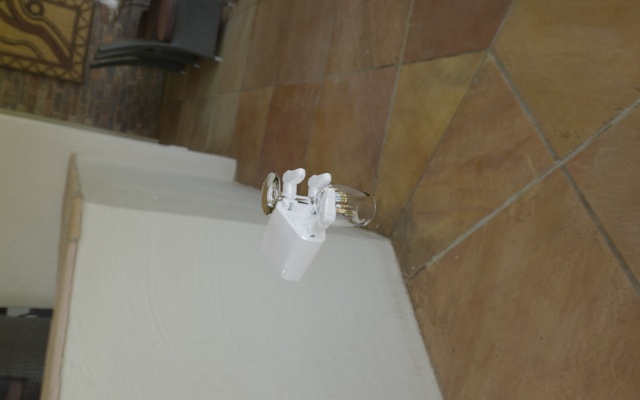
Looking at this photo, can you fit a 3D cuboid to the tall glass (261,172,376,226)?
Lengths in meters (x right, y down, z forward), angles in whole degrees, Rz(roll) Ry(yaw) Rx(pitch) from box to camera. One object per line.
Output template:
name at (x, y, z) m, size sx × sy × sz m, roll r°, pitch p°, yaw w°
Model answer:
tall glass at (0.000, 0.003, 0.856) m, size 0.201 × 0.079 × 0.079 m, roll 9°, pitch -4°, yaw -29°
